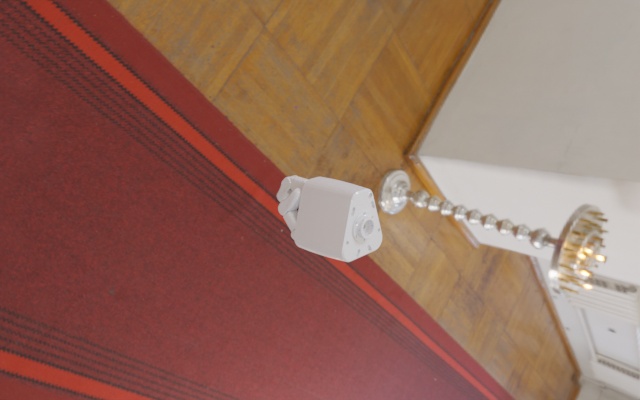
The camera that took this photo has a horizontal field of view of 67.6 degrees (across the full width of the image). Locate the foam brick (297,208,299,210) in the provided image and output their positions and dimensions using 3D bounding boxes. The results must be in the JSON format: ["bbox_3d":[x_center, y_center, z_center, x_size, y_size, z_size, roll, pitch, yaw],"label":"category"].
[{"bbox_3d":[0.000,0.003,0.832,0.078,0.053,0.051,-17,22,-41],"label":"foam brick"}]
